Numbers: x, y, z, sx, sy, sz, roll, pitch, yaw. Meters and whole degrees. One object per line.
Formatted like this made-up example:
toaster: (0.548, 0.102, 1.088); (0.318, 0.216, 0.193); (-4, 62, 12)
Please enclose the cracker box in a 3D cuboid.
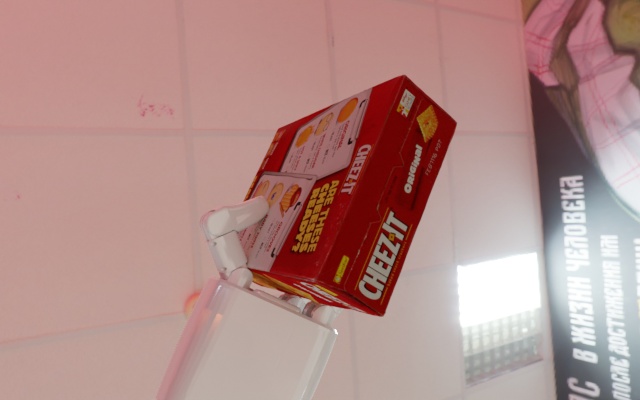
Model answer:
cracker box: (0.000, 0.001, 0.421); (0.072, 0.164, 0.214); (32, -18, -25)
